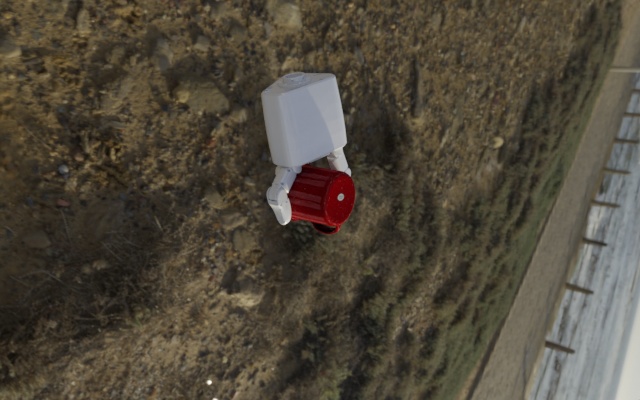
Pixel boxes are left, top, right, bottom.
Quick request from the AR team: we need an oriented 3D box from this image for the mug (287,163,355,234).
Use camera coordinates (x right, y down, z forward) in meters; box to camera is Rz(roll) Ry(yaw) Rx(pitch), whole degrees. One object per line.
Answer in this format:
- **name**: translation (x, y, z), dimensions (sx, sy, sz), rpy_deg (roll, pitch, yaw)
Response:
- **mug**: translation (0.001, 0.004, 0.718), dimensions (0.081, 0.117, 0.093), rpy_deg (11, 37, 36)
